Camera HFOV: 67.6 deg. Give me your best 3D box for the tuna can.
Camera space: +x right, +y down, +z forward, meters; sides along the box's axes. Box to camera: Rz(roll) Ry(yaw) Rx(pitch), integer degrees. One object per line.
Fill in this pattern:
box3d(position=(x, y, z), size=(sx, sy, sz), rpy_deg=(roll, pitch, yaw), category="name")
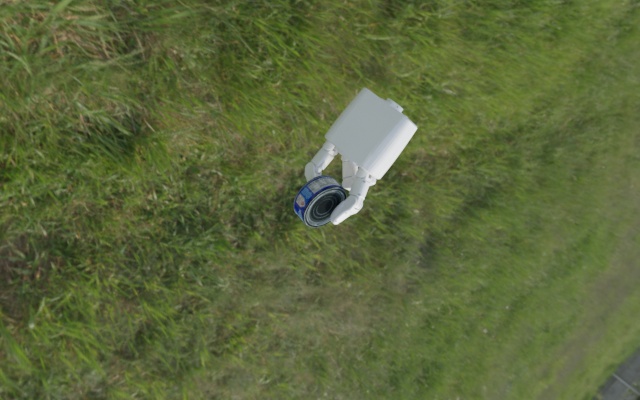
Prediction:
box3d(position=(0.000, 0.003, 0.780), size=(0.086, 0.086, 0.033), rpy_deg=(0, 37, -43), category="tuna can")
